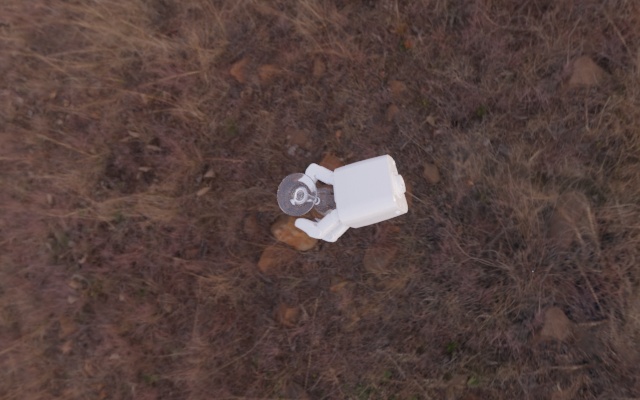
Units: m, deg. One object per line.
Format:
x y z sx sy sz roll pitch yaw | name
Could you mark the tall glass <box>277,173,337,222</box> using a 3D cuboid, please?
0.000 0.003 0.893 0.079 0.079 0.201 0 -8 24 | tall glass
